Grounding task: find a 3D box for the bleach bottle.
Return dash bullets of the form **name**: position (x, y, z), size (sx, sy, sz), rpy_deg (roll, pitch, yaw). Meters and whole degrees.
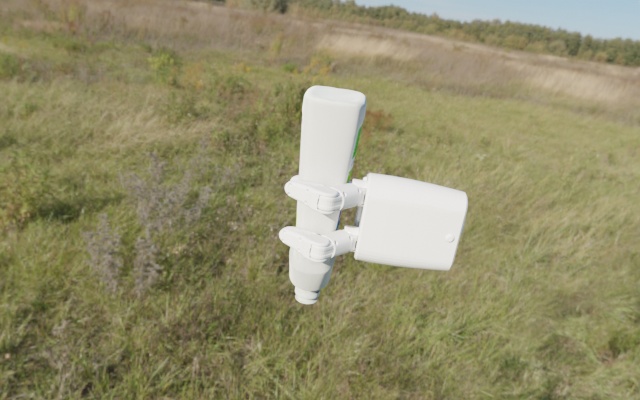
- **bleach bottle**: position (0.000, 0.002, 0.554), size (0.068, 0.251, 0.102), rpy_deg (9, 21, 2)
